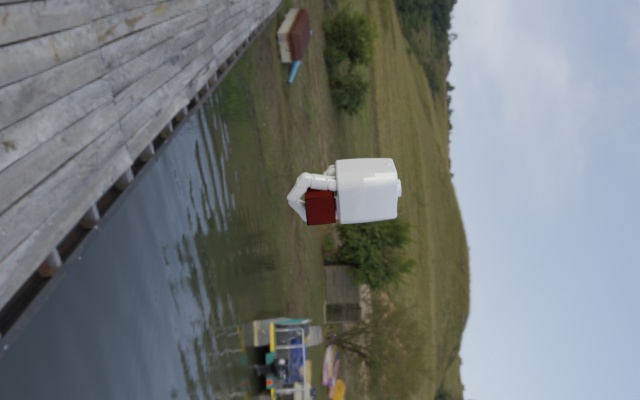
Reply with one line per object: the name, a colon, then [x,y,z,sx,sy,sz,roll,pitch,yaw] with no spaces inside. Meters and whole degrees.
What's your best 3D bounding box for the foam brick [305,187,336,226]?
foam brick: [0.000,0.003,0.853,0.051,0.053,0.078,-4,26,3]
